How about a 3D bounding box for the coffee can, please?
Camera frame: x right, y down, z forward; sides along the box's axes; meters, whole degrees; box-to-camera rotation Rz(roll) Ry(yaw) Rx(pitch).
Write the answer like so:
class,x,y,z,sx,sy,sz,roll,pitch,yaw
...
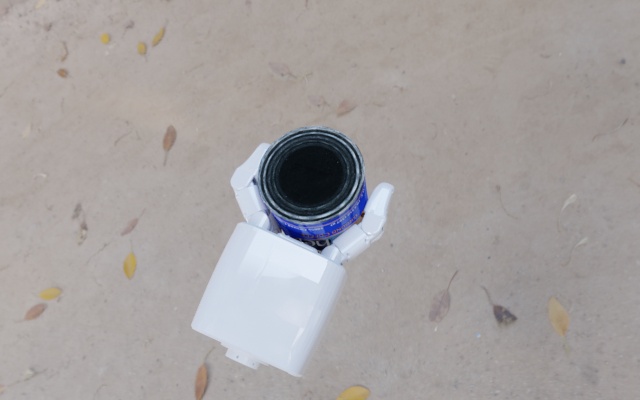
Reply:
class,x,y,z,sx,sy,sz,roll,pitch,yaw
coffee can,0.000,0.002,0.506,0.103,0.102,0.140,0,-23,9
